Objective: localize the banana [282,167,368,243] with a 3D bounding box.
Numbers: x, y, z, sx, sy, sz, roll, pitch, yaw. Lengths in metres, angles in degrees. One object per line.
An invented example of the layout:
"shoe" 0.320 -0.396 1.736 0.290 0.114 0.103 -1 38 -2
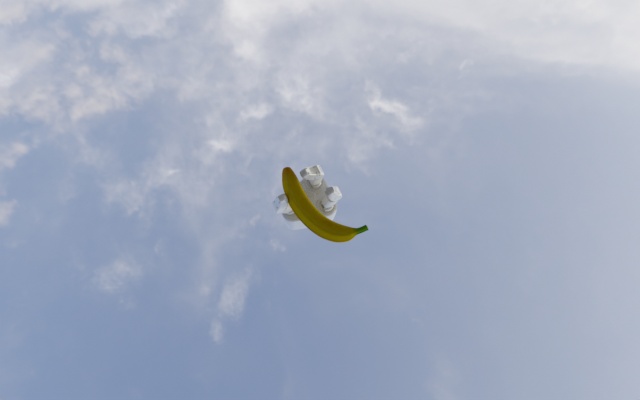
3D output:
"banana" -0.009 0.019 0.883 0.198 0.069 0.037 37 -10 11
